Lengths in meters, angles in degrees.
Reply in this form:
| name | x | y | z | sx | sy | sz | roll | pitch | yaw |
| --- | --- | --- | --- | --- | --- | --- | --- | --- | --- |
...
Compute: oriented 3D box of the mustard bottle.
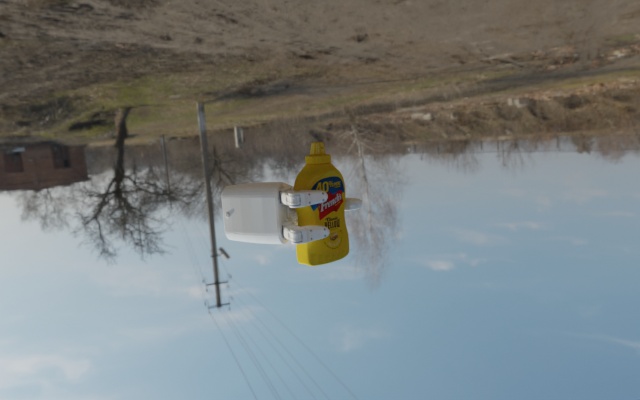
| name | x | y | z | sx | sy | sz | roll | pitch | yaw |
| --- | --- | --- | --- | --- | --- | --- | --- | --- | --- |
| mustard bottle | 0.000 | 0.003 | 0.768 | 0.096 | 0.191 | 0.058 | -11 | 11 | -42 |
